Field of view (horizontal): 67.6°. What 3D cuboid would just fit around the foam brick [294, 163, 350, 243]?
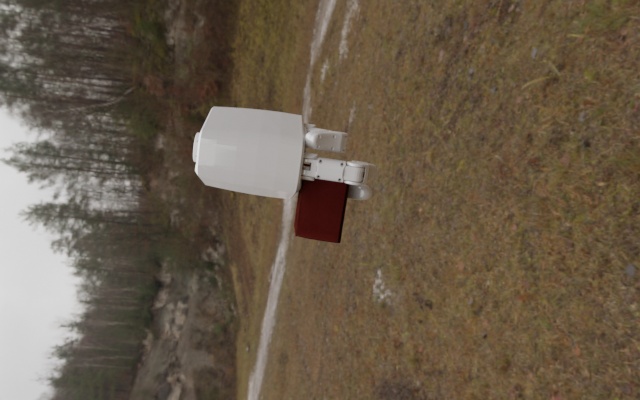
[{"bbox_3d":[0.000,0.002,0.541,0.051,0.078,0.053,7,11,-8],"label":"foam brick"}]
